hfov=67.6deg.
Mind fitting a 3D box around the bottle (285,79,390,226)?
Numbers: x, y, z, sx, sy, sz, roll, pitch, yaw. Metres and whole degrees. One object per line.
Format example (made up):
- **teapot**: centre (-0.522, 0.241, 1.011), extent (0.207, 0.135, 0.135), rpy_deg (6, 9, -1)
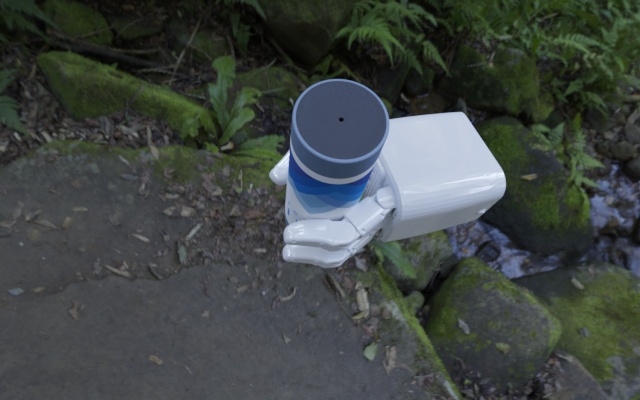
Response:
- **bottle**: centre (0.000, 0.001, 0.456), extent (0.069, 0.069, 0.296), rpy_deg (0, -23, -6)
